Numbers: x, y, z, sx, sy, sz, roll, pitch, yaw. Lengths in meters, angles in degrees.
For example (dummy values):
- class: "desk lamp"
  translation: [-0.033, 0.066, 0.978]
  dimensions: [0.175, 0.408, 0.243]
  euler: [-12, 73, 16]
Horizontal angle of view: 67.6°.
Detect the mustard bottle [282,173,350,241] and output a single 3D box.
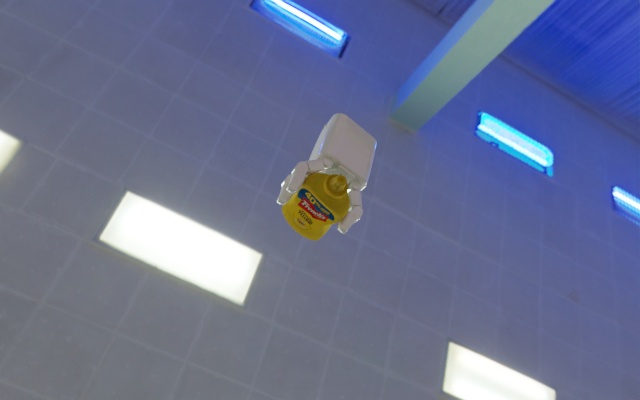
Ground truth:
- class: "mustard bottle"
  translation: [0.000, 0.003, 0.846]
  dimensions: [0.058, 0.096, 0.192]
  euler: [-44, -1, -32]
